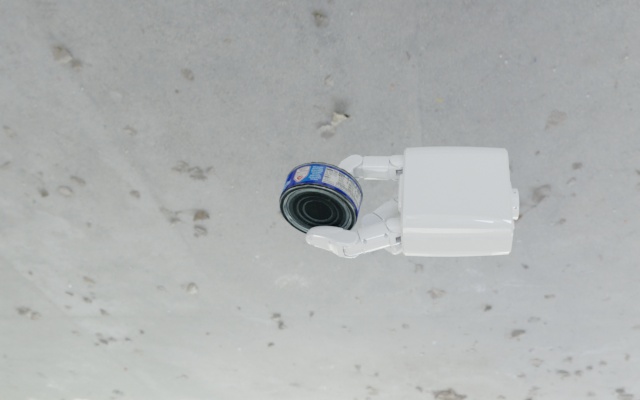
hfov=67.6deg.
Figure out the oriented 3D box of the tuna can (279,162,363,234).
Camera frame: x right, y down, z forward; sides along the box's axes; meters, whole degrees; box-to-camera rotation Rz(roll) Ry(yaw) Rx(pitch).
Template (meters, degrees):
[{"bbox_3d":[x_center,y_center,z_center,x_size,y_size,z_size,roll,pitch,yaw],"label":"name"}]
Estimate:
[{"bbox_3d":[0.000,0.002,0.507,0.086,0.033,0.086,10,-41,9],"label":"tuna can"}]
